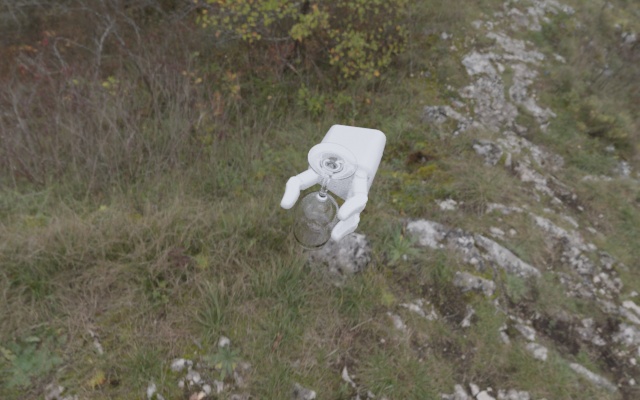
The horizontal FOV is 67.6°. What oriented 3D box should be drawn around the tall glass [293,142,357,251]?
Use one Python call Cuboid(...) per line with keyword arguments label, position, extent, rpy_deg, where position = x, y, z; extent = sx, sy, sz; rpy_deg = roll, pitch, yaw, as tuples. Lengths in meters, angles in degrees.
Cuboid(label="tall glass", position=(0.000, 0.002, 0.773), extent=(0.079, 0.079, 0.201), rpy_deg=(0, -38, -13))
